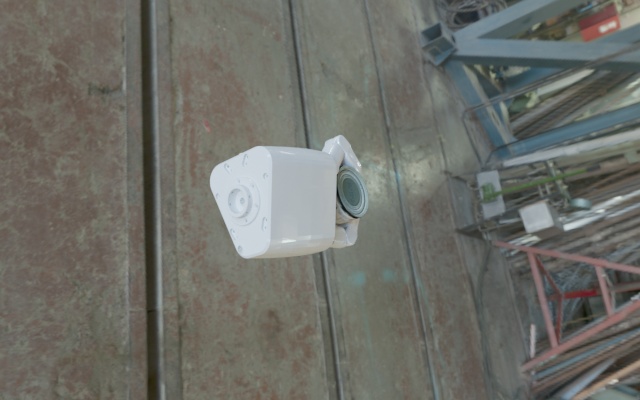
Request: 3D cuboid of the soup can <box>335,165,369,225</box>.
[{"bbox_3d":[0.001,0.002,0.595,0.102,0.068,0.068,-19,-11,35],"label":"soup can"}]
